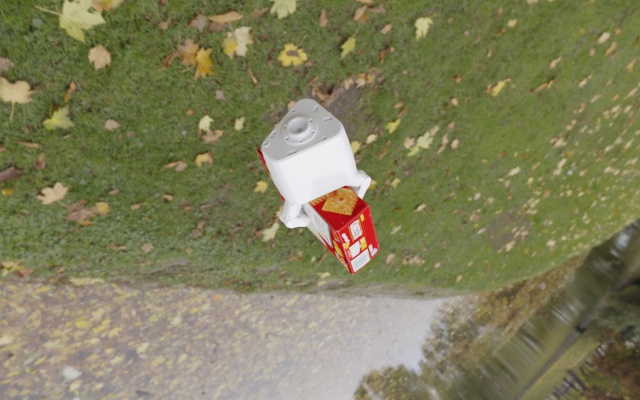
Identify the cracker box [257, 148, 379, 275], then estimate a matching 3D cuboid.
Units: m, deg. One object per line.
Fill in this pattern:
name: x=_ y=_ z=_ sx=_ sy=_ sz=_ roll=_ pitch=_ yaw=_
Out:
cracker box: x=0.000 y=0.003 z=0.800 sx=0.213 sy=0.072 sz=0.164 roll=45 pitch=-13 yaw=31
